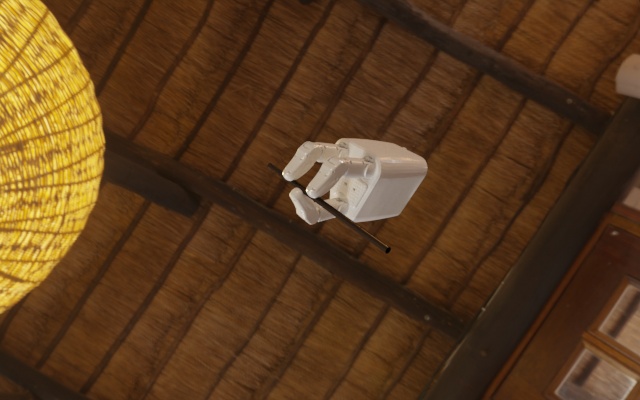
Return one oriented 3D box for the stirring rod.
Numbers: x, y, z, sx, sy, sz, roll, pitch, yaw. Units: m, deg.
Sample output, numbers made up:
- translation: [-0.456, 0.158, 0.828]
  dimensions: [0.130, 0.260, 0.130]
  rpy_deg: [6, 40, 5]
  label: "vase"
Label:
- translation: [0.000, 0.002, 0.584]
  dimensions: [0.011, 0.011, 0.239]
  rpy_deg: [0, 25, -41]
  label: "stirring rod"
